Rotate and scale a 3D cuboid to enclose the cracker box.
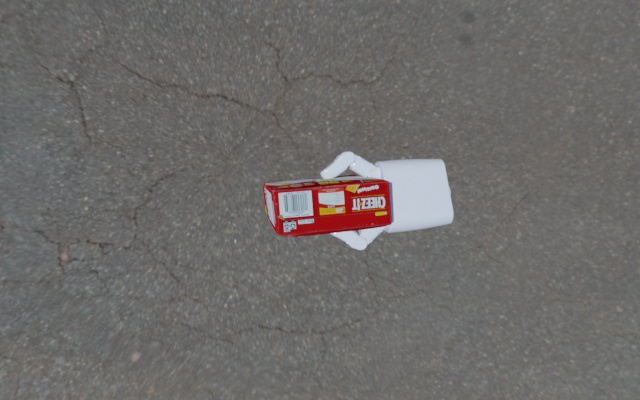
[{"bbox_3d":[0.000,0.002,0.747,0.164,0.072,0.213,-5,5,-10],"label":"cracker box"}]
